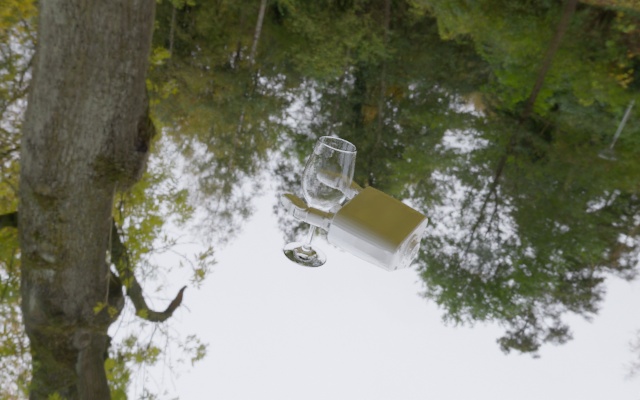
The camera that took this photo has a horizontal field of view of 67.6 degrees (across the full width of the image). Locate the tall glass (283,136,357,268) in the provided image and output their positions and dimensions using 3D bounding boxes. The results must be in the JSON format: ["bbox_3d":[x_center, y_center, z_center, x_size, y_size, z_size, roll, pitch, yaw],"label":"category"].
[{"bbox_3d":[0.000,0.003,0.753,0.079,0.201,0.079,14,23,-6],"label":"tall glass"}]
